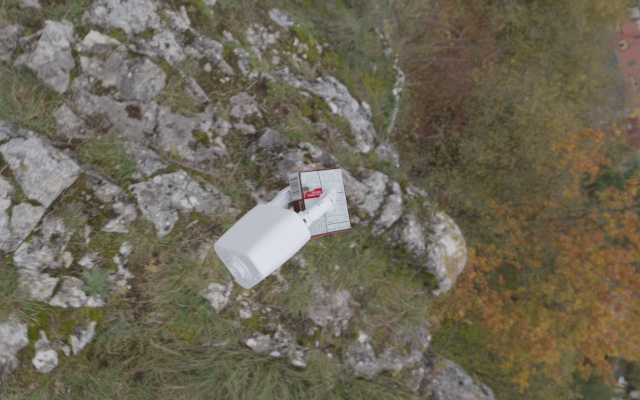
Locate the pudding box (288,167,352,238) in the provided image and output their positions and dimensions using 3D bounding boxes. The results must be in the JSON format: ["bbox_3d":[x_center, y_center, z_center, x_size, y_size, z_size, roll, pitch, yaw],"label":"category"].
[{"bbox_3d":[0.000,0.003,0.811,0.090,0.113,0.039,-8,0,-34],"label":"pudding box"}]
